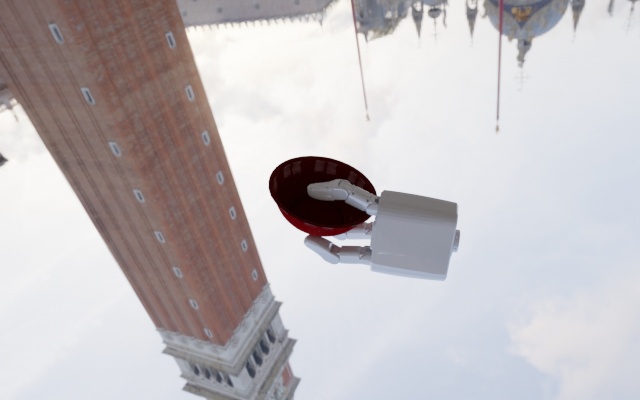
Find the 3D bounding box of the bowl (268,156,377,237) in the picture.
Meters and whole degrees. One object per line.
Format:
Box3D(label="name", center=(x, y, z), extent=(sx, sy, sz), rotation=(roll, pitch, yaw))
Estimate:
Box3D(label="bowl", center=(-0.001, 0.002, 0.706), extent=(0.162, 0.055, 0.162), rotation=(8, 40, -7))
